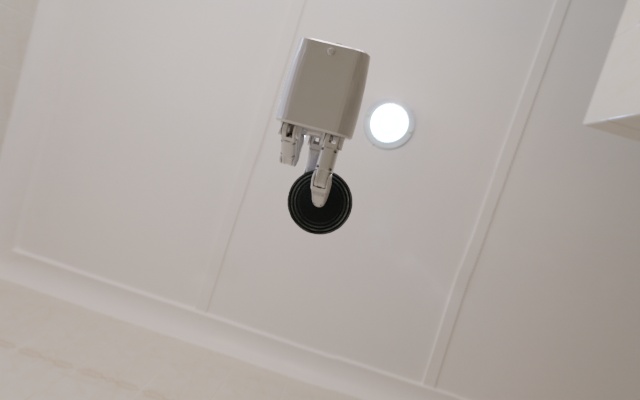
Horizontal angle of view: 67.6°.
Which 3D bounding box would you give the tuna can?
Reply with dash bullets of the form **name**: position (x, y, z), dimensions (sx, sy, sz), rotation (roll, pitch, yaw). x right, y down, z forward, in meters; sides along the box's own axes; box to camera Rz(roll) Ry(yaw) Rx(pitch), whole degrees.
- **tuna can**: position (0.000, 0.002, 0.642), dimensions (0.086, 0.086, 0.034), rotation (0, -1, 4)
